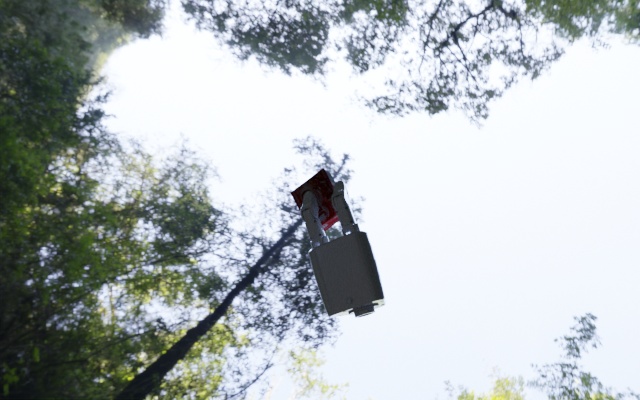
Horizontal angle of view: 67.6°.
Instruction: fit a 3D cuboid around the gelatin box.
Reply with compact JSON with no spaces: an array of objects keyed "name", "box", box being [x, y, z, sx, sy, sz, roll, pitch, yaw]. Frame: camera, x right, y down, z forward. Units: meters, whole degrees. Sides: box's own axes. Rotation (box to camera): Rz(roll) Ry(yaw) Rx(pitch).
[{"name":"gelatin box","box":[0.000,0.002,0.793,0.073,0.089,0.030,-36,-30,14]}]
